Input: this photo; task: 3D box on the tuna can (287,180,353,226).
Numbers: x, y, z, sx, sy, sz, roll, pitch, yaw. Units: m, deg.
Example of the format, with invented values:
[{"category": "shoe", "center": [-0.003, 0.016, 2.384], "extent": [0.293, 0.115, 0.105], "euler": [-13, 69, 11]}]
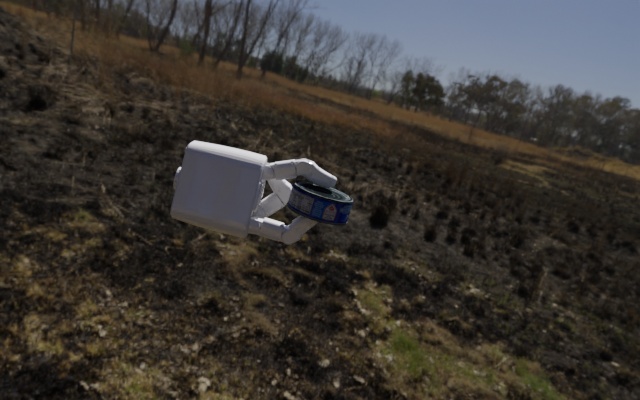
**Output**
[{"category": "tuna can", "center": [0.000, 0.002, 0.642], "extent": [0.086, 0.034, 0.086], "euler": [17, 12, -4]}]
